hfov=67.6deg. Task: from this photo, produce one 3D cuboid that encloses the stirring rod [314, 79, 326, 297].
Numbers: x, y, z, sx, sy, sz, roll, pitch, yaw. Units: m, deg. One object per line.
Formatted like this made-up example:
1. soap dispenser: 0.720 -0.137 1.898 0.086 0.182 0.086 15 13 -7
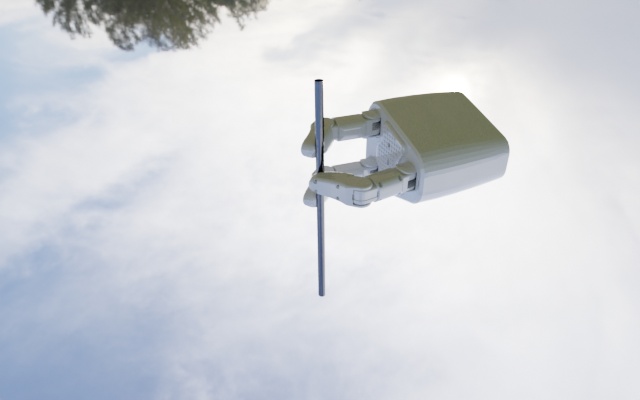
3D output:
1. stirring rod: 0.000 0.001 0.463 0.011 0.240 0.011 -1 32 0
